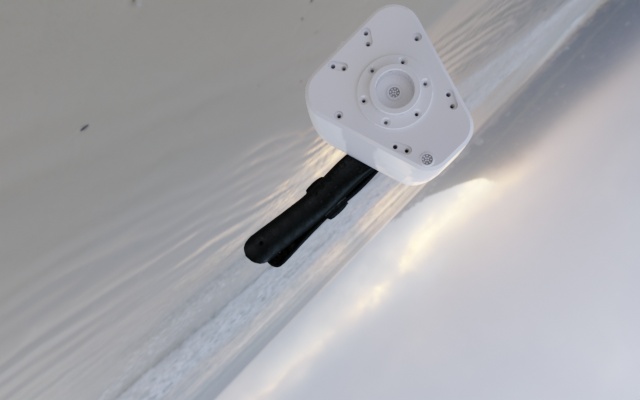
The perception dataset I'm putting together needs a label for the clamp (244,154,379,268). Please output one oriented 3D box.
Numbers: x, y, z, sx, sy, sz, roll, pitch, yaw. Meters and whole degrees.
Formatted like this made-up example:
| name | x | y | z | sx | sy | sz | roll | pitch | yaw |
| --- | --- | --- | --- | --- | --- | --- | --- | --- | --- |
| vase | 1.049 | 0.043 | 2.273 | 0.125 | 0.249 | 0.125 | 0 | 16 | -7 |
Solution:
| name | x | y | z | sx | sy | sz | roll | pitch | yaw |
| --- | --- | --- | --- | --- | --- | --- | --- | --- | --- |
| clamp | 0.001 | 0.002 | 0.431 | 0.039 | 0.171 | 0.120 | 44 | 4 | 3 |
